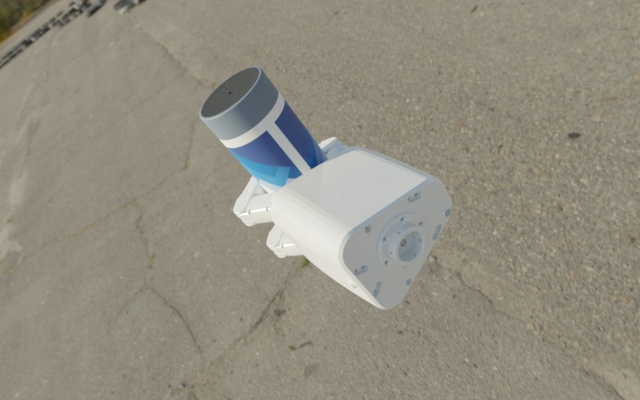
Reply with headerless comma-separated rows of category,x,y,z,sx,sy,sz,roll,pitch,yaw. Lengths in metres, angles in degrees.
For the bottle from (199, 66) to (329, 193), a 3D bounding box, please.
bottle,0.000,0.001,0.487,0.069,0.069,0.296,0,-39,42
